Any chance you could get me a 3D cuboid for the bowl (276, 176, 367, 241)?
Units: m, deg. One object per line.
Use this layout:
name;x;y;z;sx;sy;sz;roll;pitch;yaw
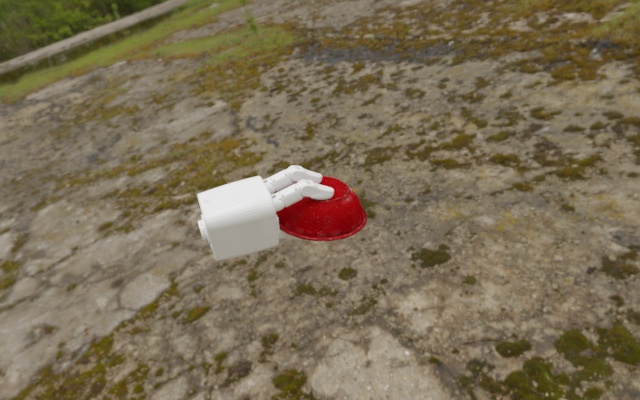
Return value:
bowl;0.001;0.002;0.803;0.162;0.055;0.162;2;28;-1
